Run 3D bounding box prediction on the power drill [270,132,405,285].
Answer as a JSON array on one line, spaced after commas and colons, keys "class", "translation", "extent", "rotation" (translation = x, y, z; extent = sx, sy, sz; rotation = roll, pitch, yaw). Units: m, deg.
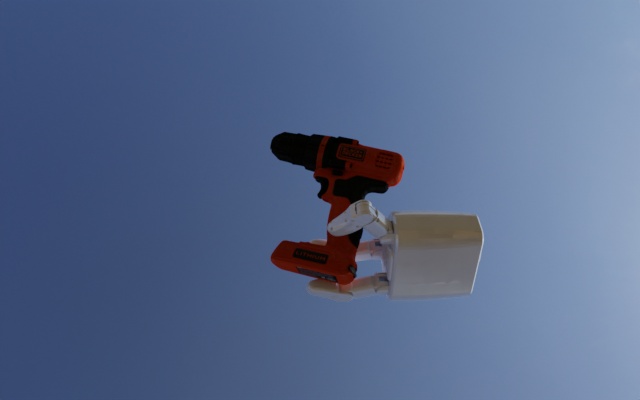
[{"class": "power drill", "translation": [0.000, 0.003, 0.614], "extent": [0.184, 0.187, 0.057], "rotation": [12, -19, 15]}]
